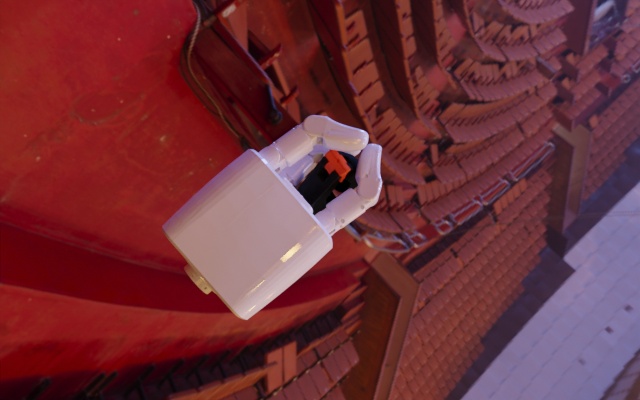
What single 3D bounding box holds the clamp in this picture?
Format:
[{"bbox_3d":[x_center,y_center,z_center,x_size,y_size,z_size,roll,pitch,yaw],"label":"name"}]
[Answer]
[{"bbox_3d":[0.001,0.002,0.514,0.120,0.039,0.171,-40,-17,-10],"label":"clamp"}]
